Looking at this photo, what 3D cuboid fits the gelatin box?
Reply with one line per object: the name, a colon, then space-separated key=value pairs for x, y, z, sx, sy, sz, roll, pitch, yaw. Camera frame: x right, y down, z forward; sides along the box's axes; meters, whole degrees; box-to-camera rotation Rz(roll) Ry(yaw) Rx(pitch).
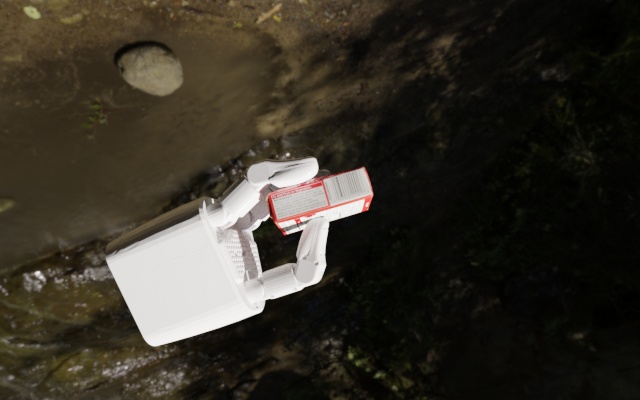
gelatin box: x=0.001 y=0.002 z=0.434 sx=0.089 sy=0.030 sz=0.073 roll=-16 pitch=-11 yaw=0
